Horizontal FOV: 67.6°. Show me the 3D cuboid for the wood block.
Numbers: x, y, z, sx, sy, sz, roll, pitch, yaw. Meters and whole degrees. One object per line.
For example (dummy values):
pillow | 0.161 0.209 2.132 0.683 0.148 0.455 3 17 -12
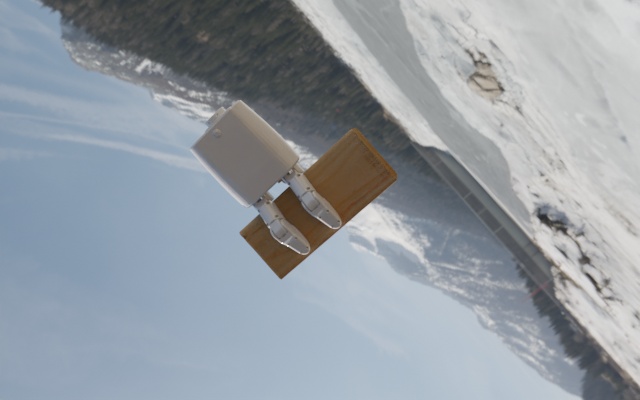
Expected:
wood block | 0.000 0.002 0.665 0.206 0.090 0.091 -41 1 13
